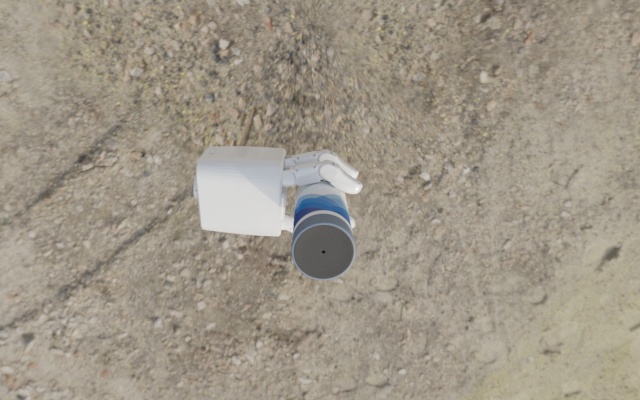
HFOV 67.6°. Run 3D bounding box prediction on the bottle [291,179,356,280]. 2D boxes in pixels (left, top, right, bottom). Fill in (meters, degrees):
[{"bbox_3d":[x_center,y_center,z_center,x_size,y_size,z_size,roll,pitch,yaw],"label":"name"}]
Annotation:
[{"bbox_3d":[0.000,0.002,0.626,0.069,0.069,0.295,0,20,-1],"label":"bottle"}]
